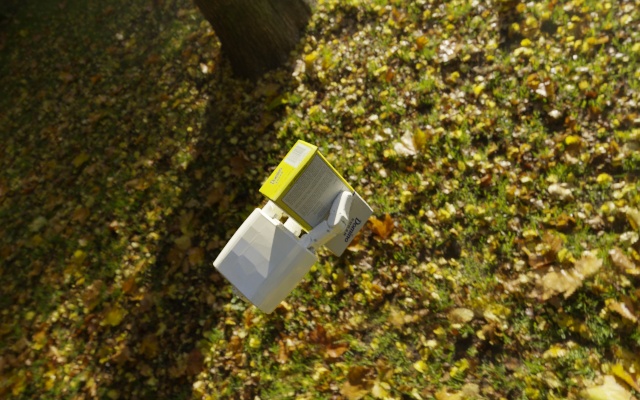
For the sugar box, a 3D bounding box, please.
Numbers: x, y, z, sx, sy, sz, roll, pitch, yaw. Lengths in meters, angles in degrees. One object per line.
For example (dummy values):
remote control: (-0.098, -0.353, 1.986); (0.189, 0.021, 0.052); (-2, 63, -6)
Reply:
sugar box: (0.000, 0.002, 0.694); (0.048, 0.093, 0.176); (32, -10, 42)
